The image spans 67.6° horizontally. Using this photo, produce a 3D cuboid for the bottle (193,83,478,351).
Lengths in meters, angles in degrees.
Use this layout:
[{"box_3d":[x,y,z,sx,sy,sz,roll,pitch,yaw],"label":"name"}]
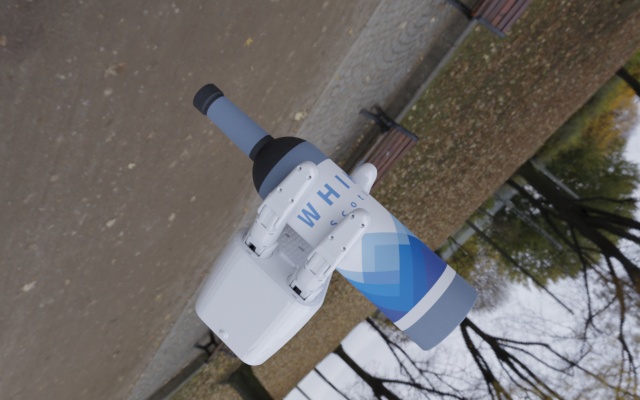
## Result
[{"box_3d":[0.000,0.001,0.416,0.295,0.069,0.069,42,8,9],"label":"bottle"}]
